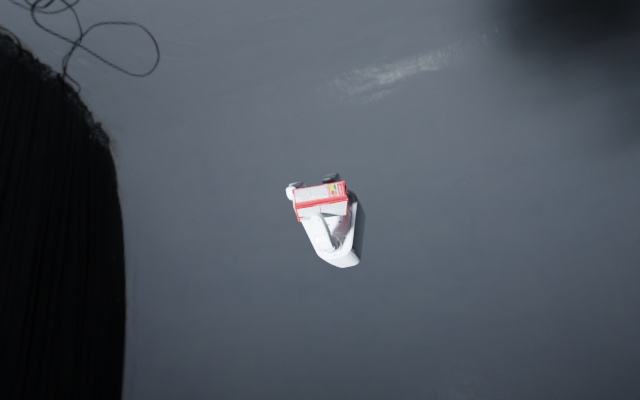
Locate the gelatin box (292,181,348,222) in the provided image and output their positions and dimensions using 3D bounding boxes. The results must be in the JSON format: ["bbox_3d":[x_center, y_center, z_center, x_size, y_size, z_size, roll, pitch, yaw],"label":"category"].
[{"bbox_3d":[0.000,0.003,0.674,0.073,0.030,0.089,-9,-15,-1],"label":"gelatin box"}]
